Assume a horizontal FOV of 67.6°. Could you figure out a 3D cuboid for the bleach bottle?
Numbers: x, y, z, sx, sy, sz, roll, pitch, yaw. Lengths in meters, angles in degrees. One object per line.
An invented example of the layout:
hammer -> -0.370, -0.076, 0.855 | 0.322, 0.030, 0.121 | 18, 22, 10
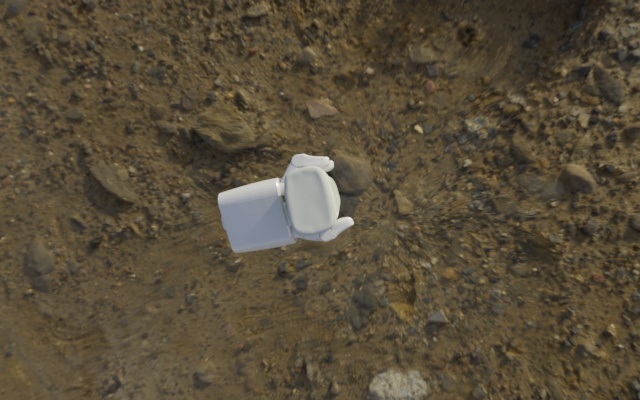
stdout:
bleach bottle -> 0.000, 0.003, 0.804 | 0.068, 0.102, 0.251 | -12, -4, 8
